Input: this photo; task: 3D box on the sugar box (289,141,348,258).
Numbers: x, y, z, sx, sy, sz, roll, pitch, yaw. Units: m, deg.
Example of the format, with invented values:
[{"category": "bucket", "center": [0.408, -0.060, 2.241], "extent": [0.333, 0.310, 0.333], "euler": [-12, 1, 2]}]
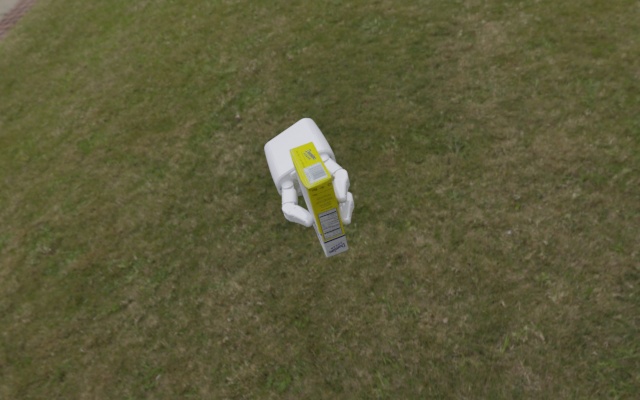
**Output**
[{"category": "sugar box", "center": [0.001, 0.002, 0.766], "extent": [0.048, 0.093, 0.176], "euler": [-22, -42, -3]}]
